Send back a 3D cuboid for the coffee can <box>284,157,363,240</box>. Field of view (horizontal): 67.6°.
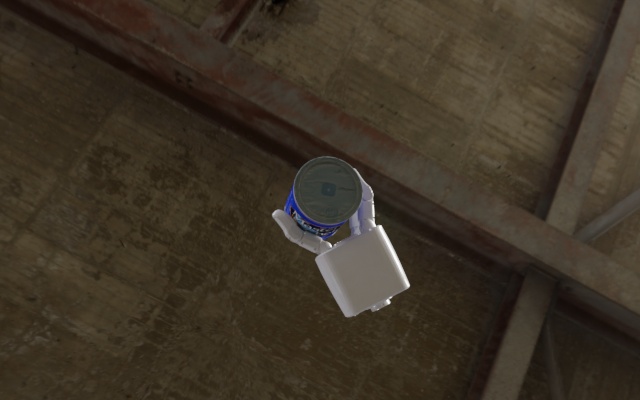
[{"bbox_3d":[0.000,0.002,0.758,0.103,0.102,0.140,0,-15,-10],"label":"coffee can"}]
